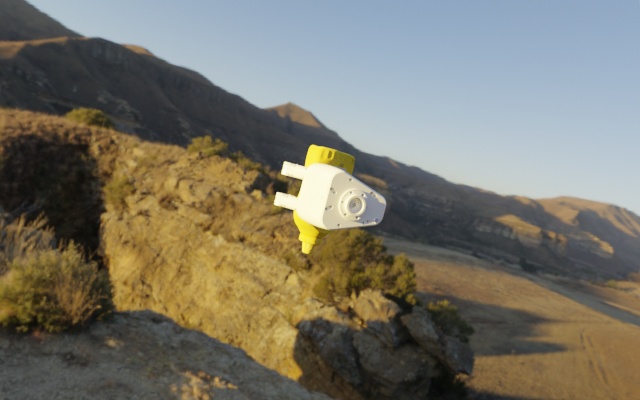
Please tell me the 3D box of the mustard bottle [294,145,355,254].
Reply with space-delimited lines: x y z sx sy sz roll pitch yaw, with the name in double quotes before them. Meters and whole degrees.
"mustard bottle" 0.000 0.003 0.861 0.058 0.191 0.096 17 4 43
